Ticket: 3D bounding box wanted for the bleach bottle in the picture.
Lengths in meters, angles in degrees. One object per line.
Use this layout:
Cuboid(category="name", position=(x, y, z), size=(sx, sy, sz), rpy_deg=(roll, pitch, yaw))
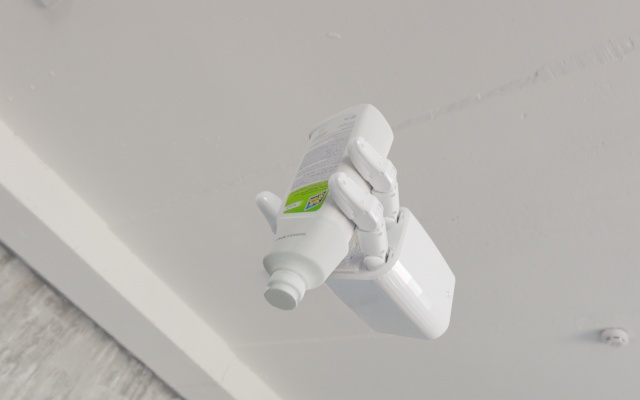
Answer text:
Cuboid(category="bleach bottle", position=(0.000, 0.001, 0.476), size=(0.102, 0.068, 0.250), rpy_deg=(-21, 29, 37))
